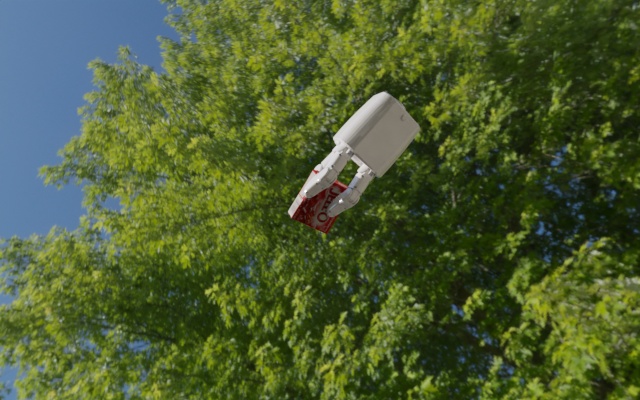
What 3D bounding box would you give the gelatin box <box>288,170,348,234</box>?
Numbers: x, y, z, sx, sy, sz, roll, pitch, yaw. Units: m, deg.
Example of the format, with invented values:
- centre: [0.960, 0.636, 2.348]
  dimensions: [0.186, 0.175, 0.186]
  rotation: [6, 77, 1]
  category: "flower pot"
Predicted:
- centre: [0.000, 0.003, 0.799]
  dimensions: [0.073, 0.089, 0.030]
  rotation: [26, 13, -25]
  category: "gelatin box"
